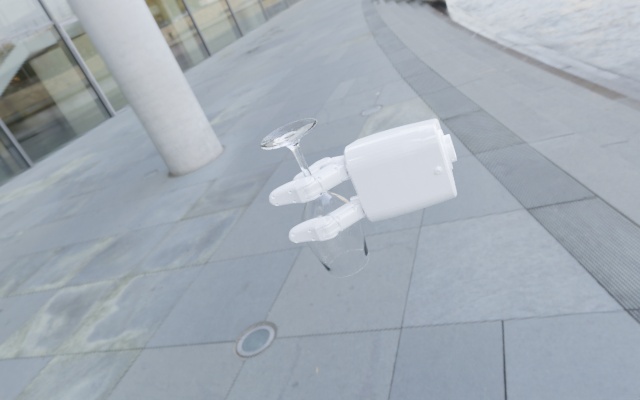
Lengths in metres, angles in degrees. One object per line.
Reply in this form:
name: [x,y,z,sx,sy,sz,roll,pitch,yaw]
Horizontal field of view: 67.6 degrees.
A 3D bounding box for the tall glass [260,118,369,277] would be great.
tall glass: [0.000,0.001,0.607,0.079,0.201,0.079,-20,25,10]
